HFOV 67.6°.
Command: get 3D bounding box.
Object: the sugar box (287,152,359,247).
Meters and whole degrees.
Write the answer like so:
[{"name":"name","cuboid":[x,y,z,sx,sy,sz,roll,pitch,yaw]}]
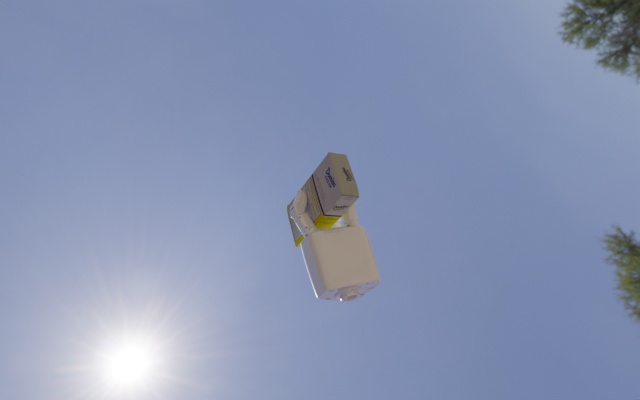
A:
[{"name":"sugar box","cuboid":[0.001,0.003,0.869,0.048,0.093,0.176,6,-36,-34]}]
